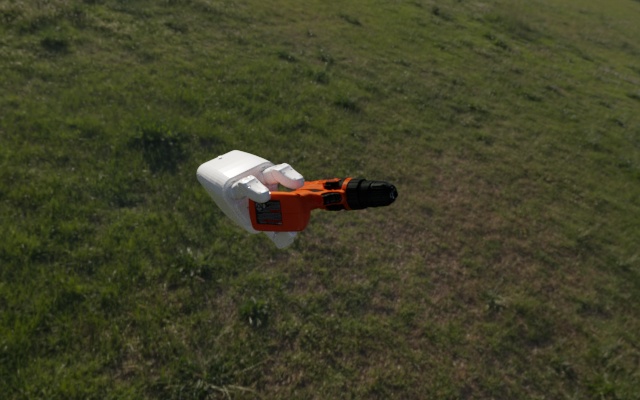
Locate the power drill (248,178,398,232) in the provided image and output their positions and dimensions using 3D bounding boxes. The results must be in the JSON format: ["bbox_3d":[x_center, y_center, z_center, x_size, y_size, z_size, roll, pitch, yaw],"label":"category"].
[{"bbox_3d":[0.000,0.002,0.720,0.184,0.057,0.187,-3,7,37],"label":"power drill"}]
